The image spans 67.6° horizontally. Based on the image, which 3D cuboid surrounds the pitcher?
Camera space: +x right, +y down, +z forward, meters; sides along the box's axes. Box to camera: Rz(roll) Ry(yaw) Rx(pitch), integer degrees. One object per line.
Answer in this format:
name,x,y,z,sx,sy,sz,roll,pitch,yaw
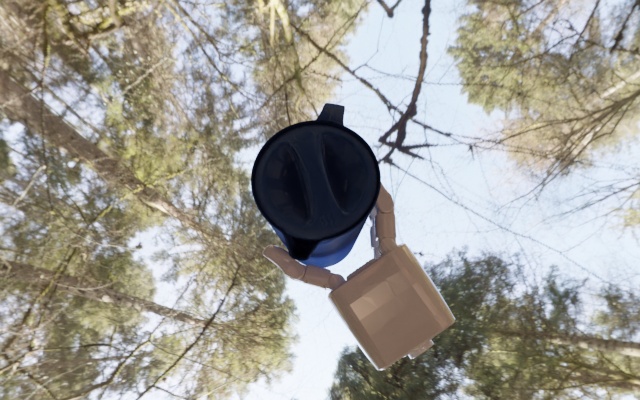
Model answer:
pitcher,0.000,0.002,0.599,0.149,0.145,0.243,-33,-15,-9
